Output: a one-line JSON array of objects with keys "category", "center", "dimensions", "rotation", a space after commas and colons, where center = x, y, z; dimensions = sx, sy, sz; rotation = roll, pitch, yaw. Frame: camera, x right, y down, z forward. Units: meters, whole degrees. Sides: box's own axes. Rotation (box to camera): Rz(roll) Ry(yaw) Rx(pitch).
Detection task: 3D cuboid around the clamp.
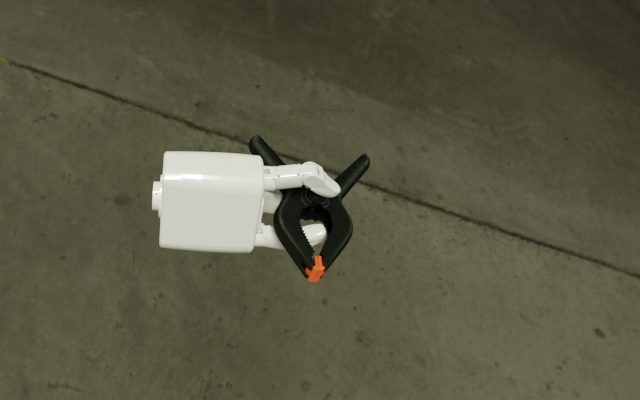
[{"category": "clamp", "center": [0.000, 0.002, 0.585], "dimensions": [0.164, 0.209, 0.036], "rotation": [2, -40, -16]}]
